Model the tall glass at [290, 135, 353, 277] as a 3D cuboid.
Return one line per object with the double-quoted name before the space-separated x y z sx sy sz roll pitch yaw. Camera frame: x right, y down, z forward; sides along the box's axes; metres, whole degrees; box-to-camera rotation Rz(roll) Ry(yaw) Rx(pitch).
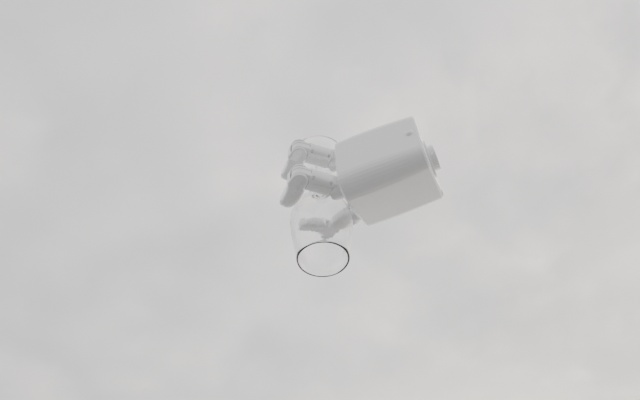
"tall glass" 0.000 0.002 0.621 0.079 0.079 0.200 0 42 -2
